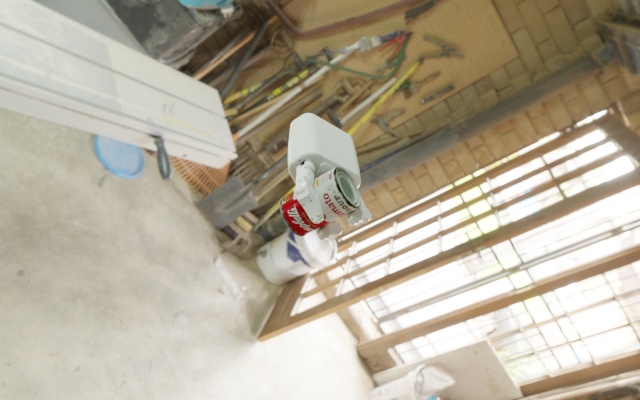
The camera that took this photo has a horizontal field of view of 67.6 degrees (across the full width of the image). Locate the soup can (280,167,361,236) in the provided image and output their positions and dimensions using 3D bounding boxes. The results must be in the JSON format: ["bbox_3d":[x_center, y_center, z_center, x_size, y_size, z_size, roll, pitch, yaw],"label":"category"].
[{"bbox_3d":[0.000,0.002,0.707,0.102,0.068,0.068,-28,-12,24],"label":"soup can"}]
